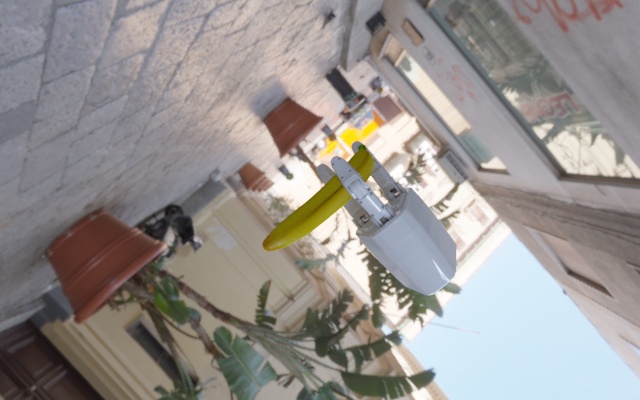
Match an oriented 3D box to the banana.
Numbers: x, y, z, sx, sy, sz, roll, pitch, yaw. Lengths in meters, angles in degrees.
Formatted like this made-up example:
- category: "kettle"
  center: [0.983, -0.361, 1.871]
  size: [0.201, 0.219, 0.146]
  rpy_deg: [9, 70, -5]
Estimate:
- category: "banana"
  center: [0.007, -0.001, 0.611]
  size: [0.198, 0.037, 0.069]
  rpy_deg: [-43, 8, -13]
